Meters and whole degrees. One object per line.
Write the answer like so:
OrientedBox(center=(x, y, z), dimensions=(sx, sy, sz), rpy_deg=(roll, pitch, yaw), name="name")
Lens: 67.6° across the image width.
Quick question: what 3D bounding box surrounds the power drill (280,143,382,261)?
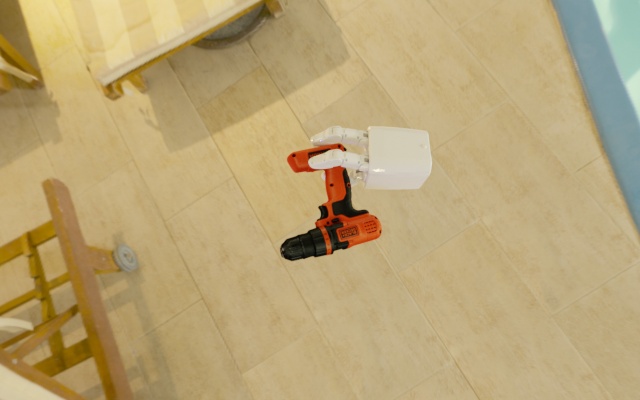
OrientedBox(center=(0.000, 0.002, 0.841), dimensions=(0.184, 0.187, 0.057), rpy_deg=(-14, -8, -16), name="power drill")
